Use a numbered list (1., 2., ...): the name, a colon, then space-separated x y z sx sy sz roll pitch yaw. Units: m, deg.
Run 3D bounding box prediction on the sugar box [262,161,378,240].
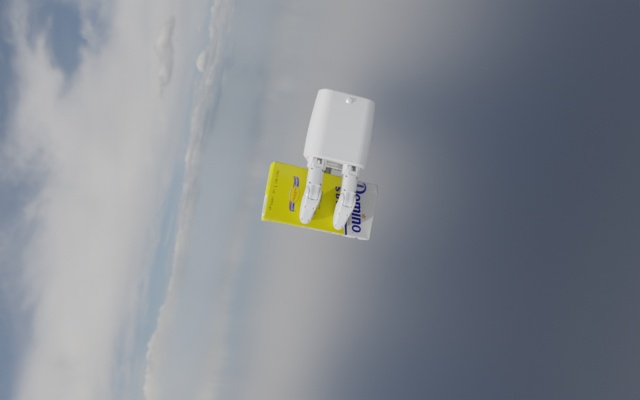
1. sugar box: 0.000 0.002 0.763 0.176 0.093 0.048 11 -6 -12
